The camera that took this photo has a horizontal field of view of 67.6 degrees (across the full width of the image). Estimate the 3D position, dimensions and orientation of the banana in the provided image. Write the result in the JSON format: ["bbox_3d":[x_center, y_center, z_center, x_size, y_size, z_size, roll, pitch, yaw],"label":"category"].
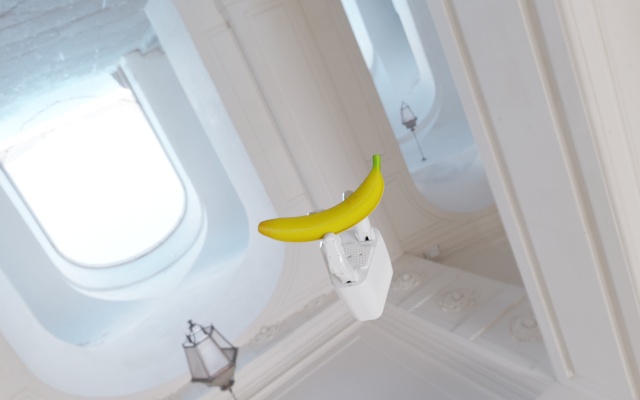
[{"bbox_3d":[0.012,0.016,0.655,0.198,0.069,0.037,-30,-20,1],"label":"banana"}]
